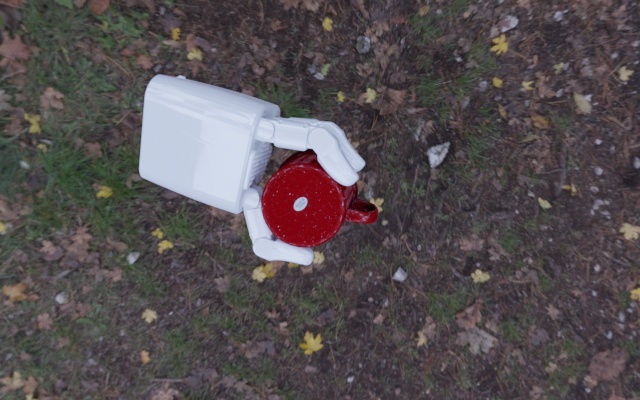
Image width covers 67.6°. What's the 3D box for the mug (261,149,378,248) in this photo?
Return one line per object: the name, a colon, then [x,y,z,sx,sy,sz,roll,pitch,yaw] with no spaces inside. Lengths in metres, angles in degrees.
mug: [0.001,0.002,0.476,0.117,0.093,0.081,17,14,4]
